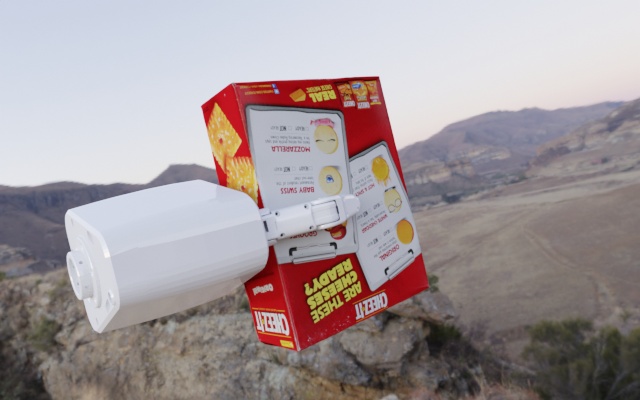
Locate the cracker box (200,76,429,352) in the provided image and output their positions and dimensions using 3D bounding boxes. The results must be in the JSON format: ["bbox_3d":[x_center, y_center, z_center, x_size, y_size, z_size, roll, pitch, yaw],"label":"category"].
[{"bbox_3d":[0.000,0.001,0.435,0.164,0.213,0.072,-14,2,-38],"label":"cracker box"}]
